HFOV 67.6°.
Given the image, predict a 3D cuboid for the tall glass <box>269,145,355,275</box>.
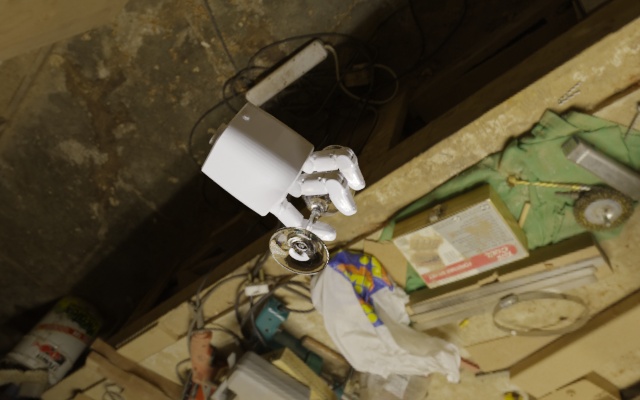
[{"bbox_3d":[0.000,0.003,0.638,0.079,0.079,0.201,0,36,19],"label":"tall glass"}]
